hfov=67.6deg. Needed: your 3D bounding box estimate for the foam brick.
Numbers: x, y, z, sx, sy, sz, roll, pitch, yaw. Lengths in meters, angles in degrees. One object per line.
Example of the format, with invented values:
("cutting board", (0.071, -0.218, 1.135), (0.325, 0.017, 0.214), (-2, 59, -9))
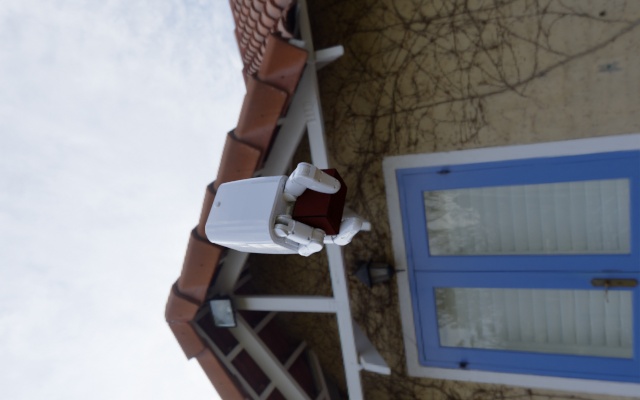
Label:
("foam brick", (0.000, 0.002, 0.653), (0.051, 0.078, 0.053), (-3, -34, 23))
